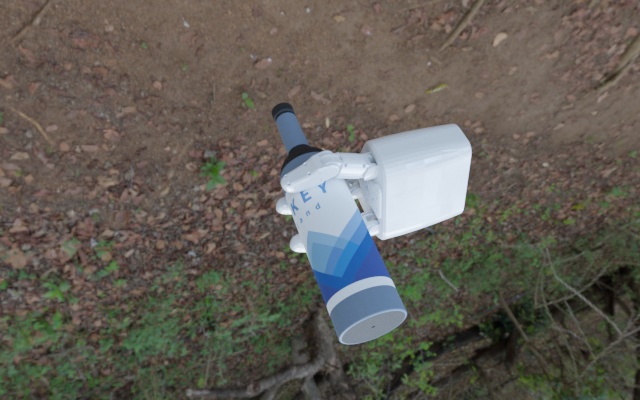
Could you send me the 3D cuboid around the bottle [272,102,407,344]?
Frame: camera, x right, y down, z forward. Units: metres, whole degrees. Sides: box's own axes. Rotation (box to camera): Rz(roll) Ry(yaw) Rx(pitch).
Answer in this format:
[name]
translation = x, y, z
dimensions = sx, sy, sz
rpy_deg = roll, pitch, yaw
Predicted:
[bottle]
translation = 0.000, 0.002, 0.511
dimensions = 0.069, 0.295, 0.069
rpy_deg = -16, -34, -11
